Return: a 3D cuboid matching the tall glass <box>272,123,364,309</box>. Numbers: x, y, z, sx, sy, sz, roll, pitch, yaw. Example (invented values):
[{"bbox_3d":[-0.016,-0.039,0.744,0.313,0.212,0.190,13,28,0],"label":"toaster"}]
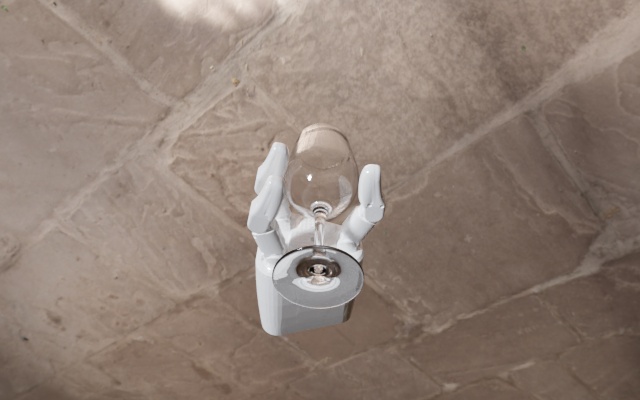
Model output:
[{"bbox_3d":[0.000,0.002,0.460,0.079,0.079,0.200,0,39,2],"label":"tall glass"}]
